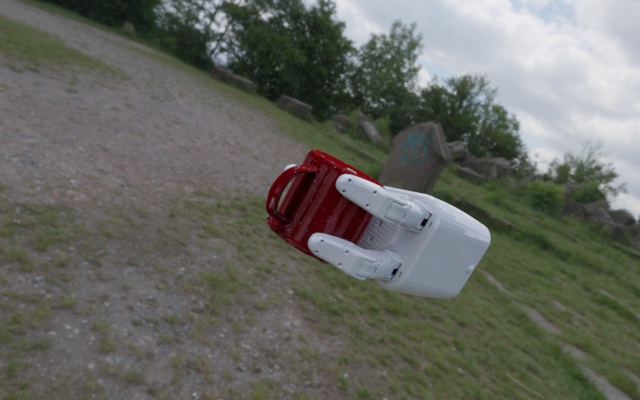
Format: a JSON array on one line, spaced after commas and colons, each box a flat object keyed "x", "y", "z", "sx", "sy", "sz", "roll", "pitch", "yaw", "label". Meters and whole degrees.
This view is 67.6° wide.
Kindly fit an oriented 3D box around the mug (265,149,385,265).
[{"x": -0.001, "y": 0.001, "z": 0.442, "sx": 0.117, "sy": 0.081, "sz": 0.093, "roll": 20, "pitch": 12, "yaw": -43, "label": "mug"}]
